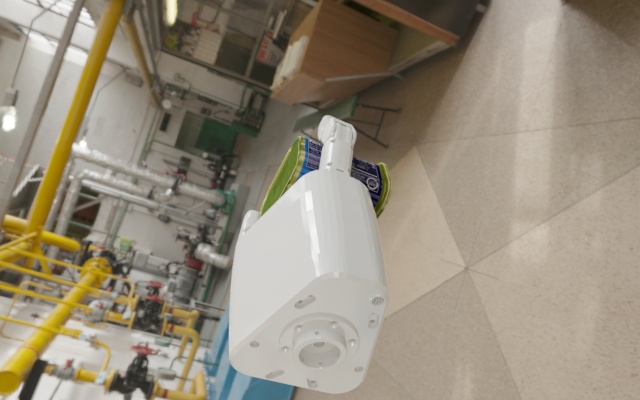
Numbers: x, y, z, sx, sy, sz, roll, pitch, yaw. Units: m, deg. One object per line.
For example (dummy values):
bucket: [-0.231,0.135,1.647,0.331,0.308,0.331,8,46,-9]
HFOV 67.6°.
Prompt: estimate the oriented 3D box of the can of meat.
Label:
can of meat: [0.000,0.001,0.422,0.084,0.102,0.057,19,35,-17]
